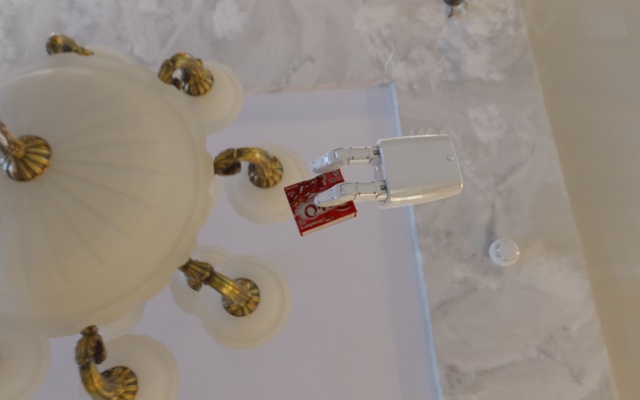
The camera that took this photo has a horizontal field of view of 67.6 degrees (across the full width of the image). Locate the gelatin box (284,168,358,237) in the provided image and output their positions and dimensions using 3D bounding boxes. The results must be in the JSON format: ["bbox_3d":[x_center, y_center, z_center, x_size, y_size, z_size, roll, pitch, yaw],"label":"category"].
[{"bbox_3d":[0.000,0.003,0.694,0.089,0.073,0.030,-20,-16,-5],"label":"gelatin box"}]
